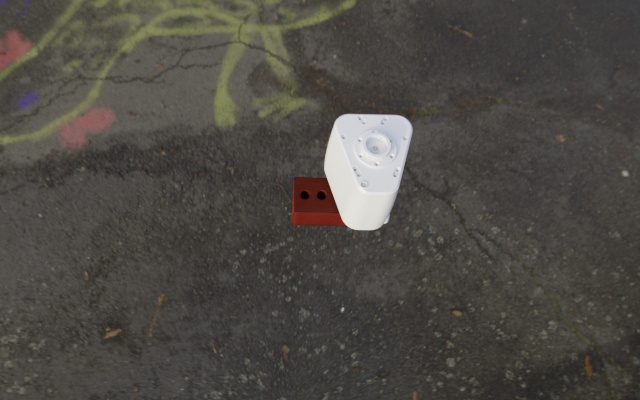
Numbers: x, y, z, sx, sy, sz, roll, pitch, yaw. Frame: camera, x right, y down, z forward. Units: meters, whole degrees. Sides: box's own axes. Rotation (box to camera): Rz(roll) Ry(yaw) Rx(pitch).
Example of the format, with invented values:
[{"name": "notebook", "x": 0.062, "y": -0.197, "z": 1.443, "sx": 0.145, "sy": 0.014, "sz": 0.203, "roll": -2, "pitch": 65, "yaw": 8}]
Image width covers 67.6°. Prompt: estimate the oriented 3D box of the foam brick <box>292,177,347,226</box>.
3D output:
[{"name": "foam brick", "x": 0.000, "y": 0.002, "z": 0.649, "sx": 0.078, "sy": 0.053, "sz": 0.051, "roll": 1, "pitch": -23, "yaw": -4}]
